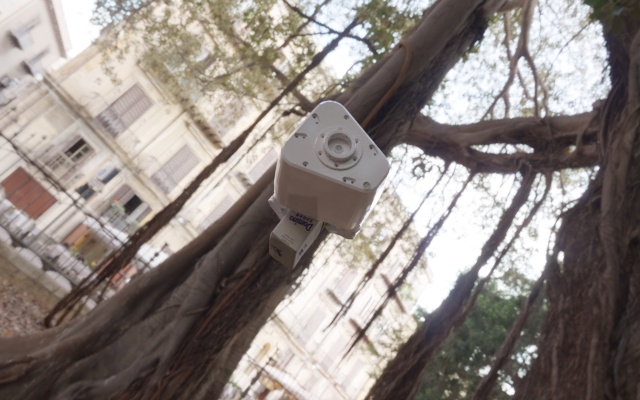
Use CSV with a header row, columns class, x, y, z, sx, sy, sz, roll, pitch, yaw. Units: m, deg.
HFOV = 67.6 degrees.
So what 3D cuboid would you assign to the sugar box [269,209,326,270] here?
class,x,y,z,sx,sy,sz,roll,pitch,yaw
sugar box,0.000,0.002,0.630,0.048,0.176,0.093,37,-22,8
